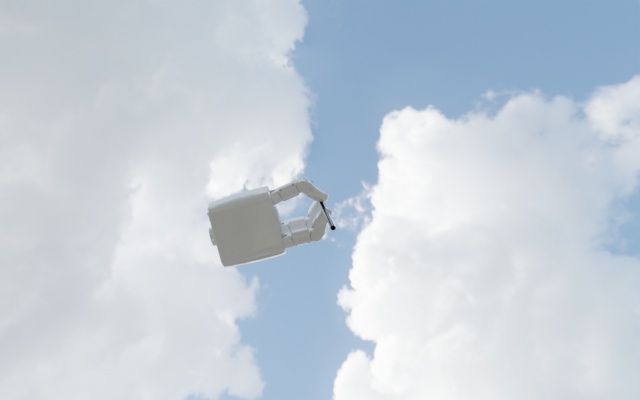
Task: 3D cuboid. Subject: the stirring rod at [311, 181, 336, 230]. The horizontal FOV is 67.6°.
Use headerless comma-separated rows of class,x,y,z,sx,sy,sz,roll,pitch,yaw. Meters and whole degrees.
stirring rod,0.000,0.003,0.809,0.011,0.011,0.239,0,18,-9
